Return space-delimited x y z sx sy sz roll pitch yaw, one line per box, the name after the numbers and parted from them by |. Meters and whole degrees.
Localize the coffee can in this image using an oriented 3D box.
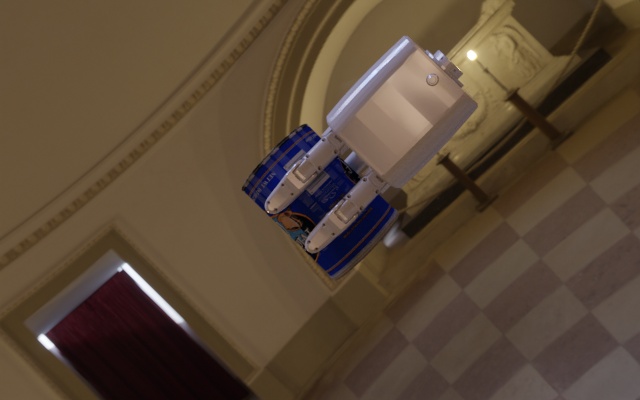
0.000 0.002 0.521 0.140 0.103 0.103 44 0 1 | coffee can
